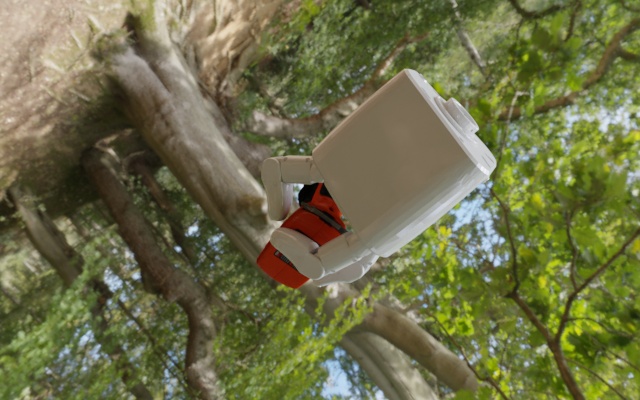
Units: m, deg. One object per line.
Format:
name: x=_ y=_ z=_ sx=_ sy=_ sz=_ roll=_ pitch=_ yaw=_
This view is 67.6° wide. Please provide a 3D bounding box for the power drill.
power drill: x=0.000 y=0.002 z=0.519 sx=0.057 sy=0.187 sz=0.184 roll=33 pitch=-44 yaw=-7
